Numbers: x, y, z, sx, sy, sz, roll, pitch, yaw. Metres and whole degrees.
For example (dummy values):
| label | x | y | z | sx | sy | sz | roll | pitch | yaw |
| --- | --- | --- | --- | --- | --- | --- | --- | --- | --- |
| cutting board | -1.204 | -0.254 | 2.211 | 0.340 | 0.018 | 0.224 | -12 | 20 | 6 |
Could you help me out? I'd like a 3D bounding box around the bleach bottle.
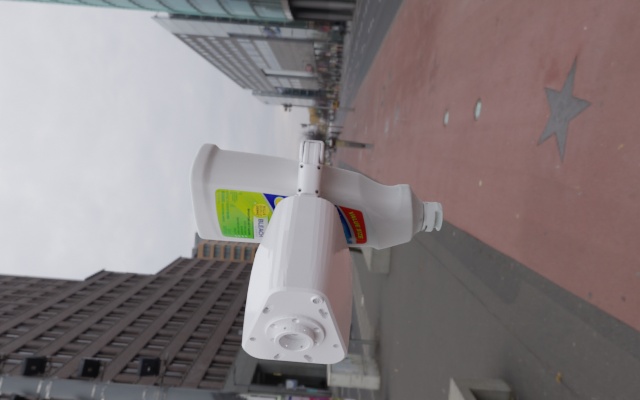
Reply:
| label | x | y | z | sx | sy | sz | roll | pitch | yaw |
| --- | --- | --- | --- | --- | --- | --- | --- | --- | --- |
| bleach bottle | 0.000 | 0.002 | 0.495 | 0.251 | 0.103 | 0.068 | 4 | 40 | 0 |
